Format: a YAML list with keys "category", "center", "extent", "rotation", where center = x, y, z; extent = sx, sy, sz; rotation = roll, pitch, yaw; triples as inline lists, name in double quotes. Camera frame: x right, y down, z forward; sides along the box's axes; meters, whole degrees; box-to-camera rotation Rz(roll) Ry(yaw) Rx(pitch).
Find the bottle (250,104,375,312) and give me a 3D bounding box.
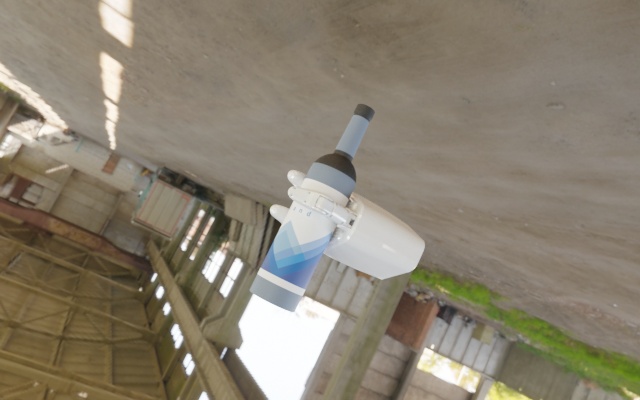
- category: "bottle"
  center: [0.000, 0.002, 0.648]
  extent: [0.069, 0.295, 0.069]
  rotation: [26, -8, 4]
